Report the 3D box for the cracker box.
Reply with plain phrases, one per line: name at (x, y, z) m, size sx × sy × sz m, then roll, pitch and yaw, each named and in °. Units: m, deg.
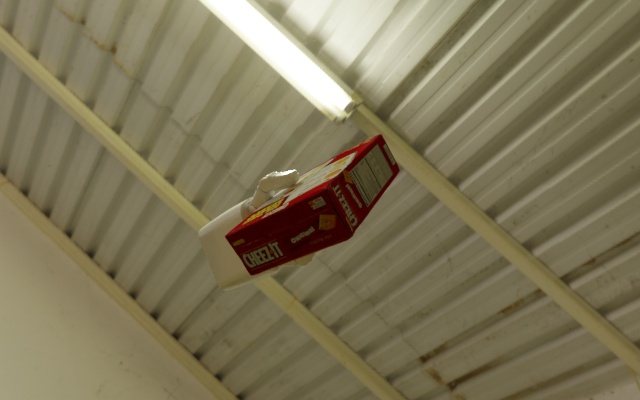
cracker box at (0.000, 0.002, 0.640) m, size 0.164 × 0.072 × 0.213 m, roll -25°, pitch 11°, yaw 32°
